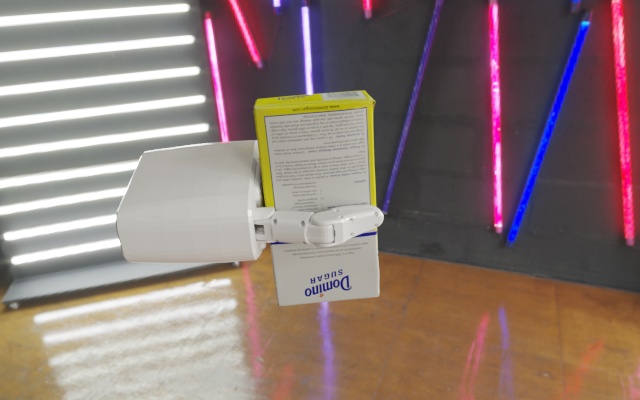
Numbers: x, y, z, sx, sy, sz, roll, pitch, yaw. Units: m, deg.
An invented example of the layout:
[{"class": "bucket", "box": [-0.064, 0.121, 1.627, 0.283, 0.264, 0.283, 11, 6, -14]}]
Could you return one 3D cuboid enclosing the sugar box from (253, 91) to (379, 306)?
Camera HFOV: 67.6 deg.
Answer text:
[{"class": "sugar box", "box": [0.000, 0.001, 0.406, 0.093, 0.176, 0.048, -4, 24, -2]}]
